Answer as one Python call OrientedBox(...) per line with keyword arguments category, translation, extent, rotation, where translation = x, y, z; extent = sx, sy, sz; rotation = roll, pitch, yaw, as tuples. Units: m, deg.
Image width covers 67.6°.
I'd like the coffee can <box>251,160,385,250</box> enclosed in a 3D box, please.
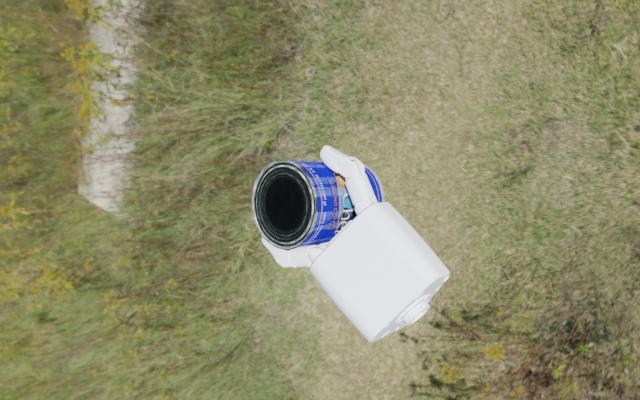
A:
OrientedBox(category="coffee can", translation=(0.000, 0.002, 0.596), extent=(0.103, 0.103, 0.140), rotation=(0, 2, 39))
